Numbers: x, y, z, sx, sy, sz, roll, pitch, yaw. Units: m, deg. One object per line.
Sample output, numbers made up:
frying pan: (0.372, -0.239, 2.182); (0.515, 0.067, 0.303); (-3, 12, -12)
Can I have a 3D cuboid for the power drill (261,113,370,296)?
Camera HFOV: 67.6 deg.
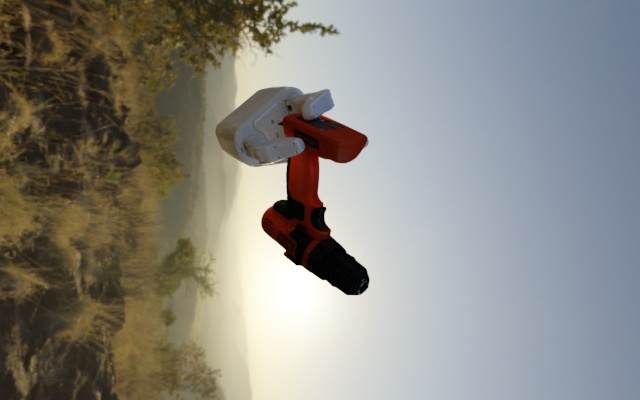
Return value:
power drill: (0.000, 0.001, 0.573); (0.057, 0.188, 0.184); (-15, 36, -42)
